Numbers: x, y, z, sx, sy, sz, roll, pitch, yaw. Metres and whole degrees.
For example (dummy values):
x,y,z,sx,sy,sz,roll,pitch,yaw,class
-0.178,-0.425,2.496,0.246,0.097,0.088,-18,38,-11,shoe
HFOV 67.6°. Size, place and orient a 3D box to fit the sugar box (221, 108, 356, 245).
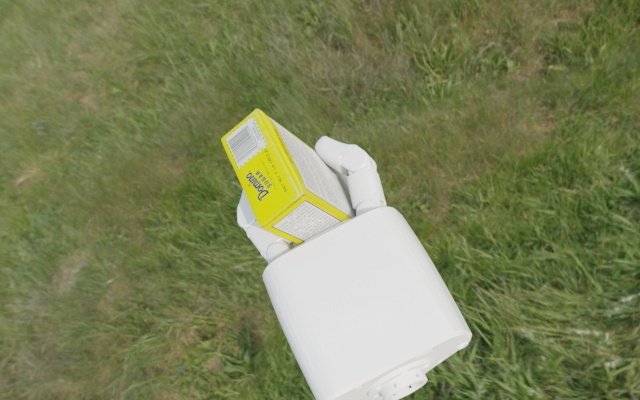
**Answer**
x,y,z,sx,sy,sz,roll,pitch,yaw,class
0.000,0.002,0.406,0.048,0.093,0.176,-36,-34,13,sugar box
